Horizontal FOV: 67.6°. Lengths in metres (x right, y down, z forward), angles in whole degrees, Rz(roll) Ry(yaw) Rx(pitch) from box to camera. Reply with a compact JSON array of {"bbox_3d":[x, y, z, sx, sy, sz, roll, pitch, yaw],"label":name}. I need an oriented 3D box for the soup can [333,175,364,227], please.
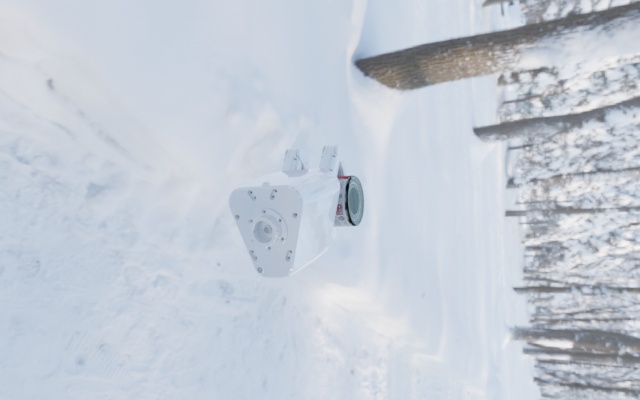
[{"bbox_3d":[0.001,0.002,0.638,0.102,0.068,0.068,-2,-1,23],"label":"soup can"}]
